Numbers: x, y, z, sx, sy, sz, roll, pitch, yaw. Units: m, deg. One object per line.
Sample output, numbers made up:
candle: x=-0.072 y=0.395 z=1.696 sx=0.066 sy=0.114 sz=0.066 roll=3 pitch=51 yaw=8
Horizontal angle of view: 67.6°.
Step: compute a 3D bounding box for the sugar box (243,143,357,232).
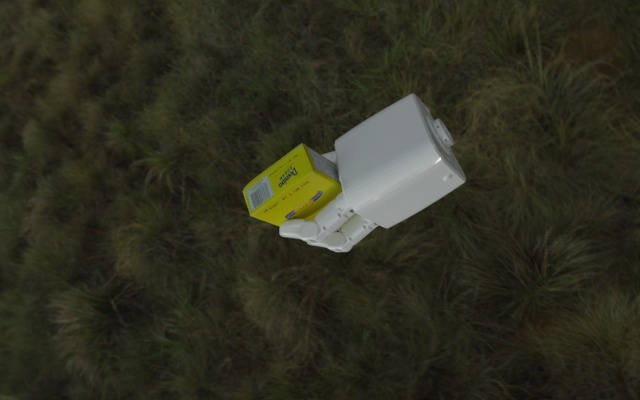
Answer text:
sugar box: x=0.000 y=0.002 z=0.576 sx=0.093 sy=0.048 sz=0.176 roll=-34 pitch=-34 yaw=22
